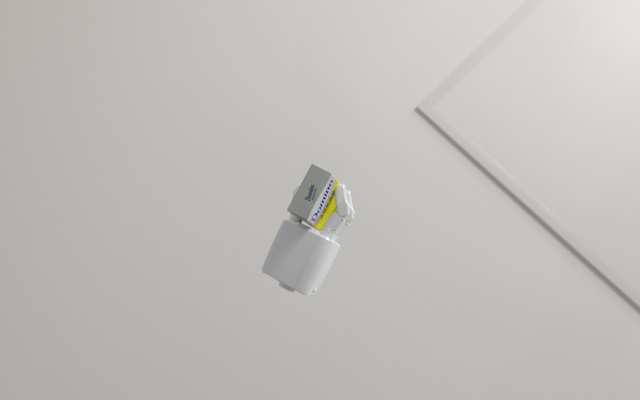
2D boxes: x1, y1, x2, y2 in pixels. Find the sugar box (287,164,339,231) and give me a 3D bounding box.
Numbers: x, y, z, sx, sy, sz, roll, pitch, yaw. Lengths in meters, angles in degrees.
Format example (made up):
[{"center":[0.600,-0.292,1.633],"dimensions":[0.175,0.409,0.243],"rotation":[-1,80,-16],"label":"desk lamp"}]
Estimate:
[{"center":[0.001,0.003,0.873],"dimensions":[0.048,0.093,0.176],"rotation":[27,-4,14],"label":"sugar box"}]
